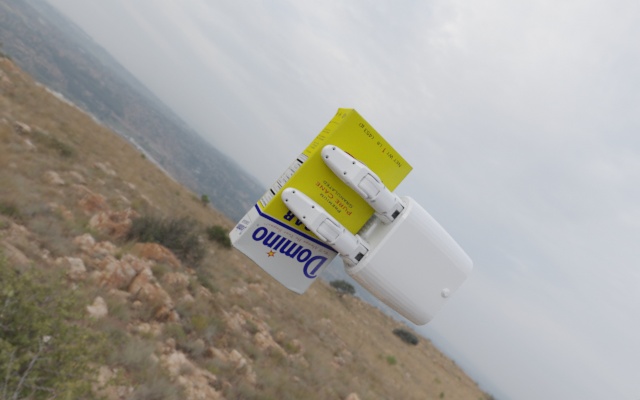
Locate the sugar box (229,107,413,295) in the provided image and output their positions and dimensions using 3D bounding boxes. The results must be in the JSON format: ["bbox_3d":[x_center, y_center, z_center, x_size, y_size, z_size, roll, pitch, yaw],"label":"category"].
[{"bbox_3d":[0.000,0.002,0.483,0.093,0.176,0.048,41,-2,-20],"label":"sugar box"}]
